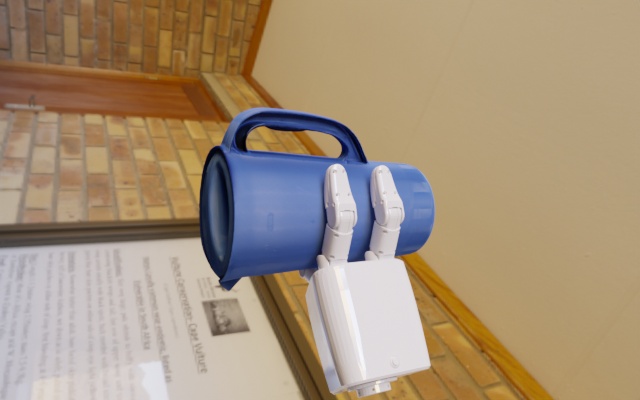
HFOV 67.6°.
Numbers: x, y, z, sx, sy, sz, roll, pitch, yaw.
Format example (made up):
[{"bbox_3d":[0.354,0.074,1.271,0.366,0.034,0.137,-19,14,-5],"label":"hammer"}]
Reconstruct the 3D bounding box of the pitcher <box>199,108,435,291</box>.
[{"bbox_3d":[0.000,0.002,0.512,0.243,0.145,0.149,-1,-27,-27],"label":"pitcher"}]
